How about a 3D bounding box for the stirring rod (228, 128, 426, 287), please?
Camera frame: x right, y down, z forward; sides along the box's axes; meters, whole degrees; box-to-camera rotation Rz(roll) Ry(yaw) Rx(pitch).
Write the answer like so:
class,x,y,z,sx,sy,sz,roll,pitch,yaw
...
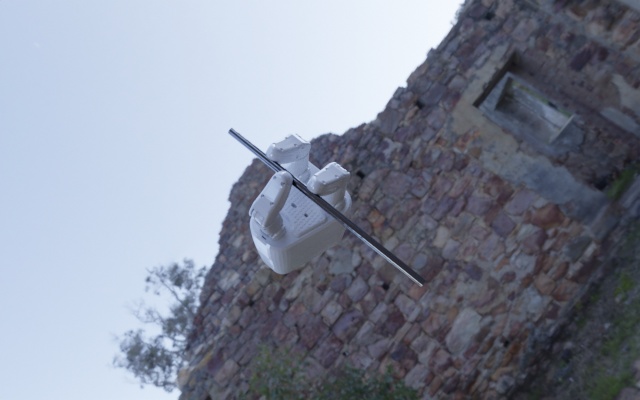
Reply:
class,x,y,z,sx,sy,sz,roll,pitch,yaw
stirring rod,0.000,0.002,0.453,0.239,0.011,0.011,38,12,15
